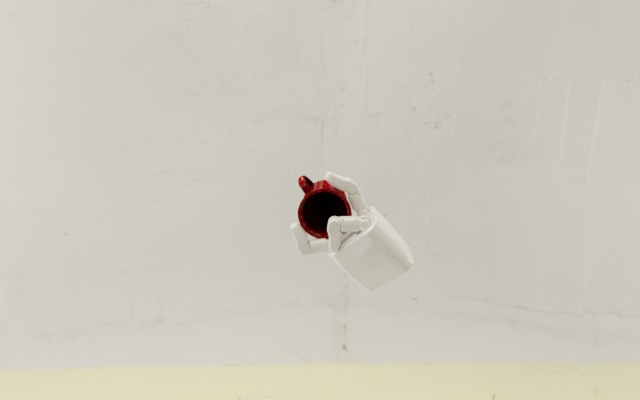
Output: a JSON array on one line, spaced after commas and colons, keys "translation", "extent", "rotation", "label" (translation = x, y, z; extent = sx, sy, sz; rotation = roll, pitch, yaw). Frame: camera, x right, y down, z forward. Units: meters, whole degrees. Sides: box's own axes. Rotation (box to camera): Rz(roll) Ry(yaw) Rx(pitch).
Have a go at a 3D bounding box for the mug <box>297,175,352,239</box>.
[{"translation": [-0.001, 0.002, 0.852], "extent": [0.093, 0.117, 0.081], "rotation": [-39, 13, 13], "label": "mug"}]
